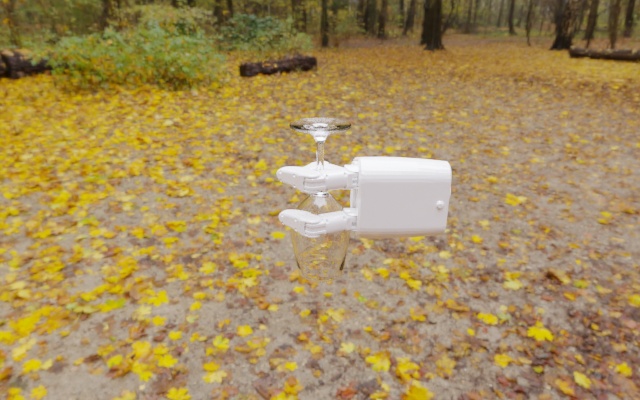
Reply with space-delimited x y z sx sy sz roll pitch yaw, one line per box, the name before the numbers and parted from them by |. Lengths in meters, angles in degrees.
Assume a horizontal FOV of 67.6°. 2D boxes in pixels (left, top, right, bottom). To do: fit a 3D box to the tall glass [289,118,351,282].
tall glass | 0.000 0.001 0.605 0.079 0.201 0.079 0 22 0
